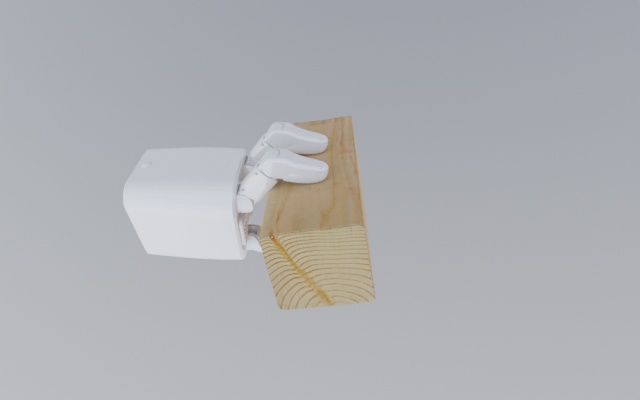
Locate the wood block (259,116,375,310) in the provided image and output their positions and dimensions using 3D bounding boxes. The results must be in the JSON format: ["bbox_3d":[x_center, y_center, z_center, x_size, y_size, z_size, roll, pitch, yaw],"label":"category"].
[{"bbox_3d":[0.000,0.002,0.492,0.090,0.091,0.206,-7,35,5],"label":"wood block"}]
